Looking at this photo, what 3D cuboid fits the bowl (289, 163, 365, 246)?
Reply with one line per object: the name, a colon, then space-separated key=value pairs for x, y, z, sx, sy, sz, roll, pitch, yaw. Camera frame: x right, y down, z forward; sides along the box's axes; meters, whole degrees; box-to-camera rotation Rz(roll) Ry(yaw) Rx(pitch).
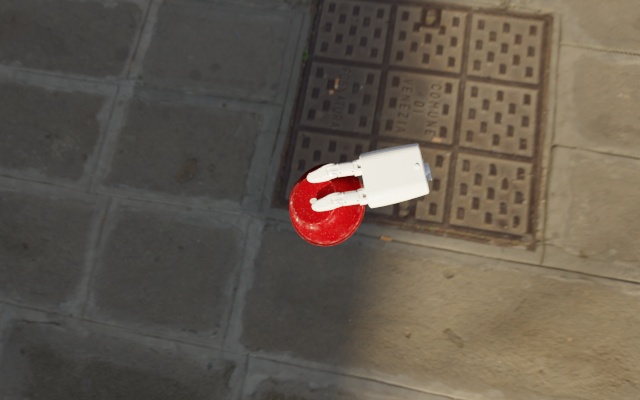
bowl: x=-0.001 y=0.004 z=0.897 sx=0.162 sy=0.162 sz=0.055 roll=0 pitch=-9 yaw=26
